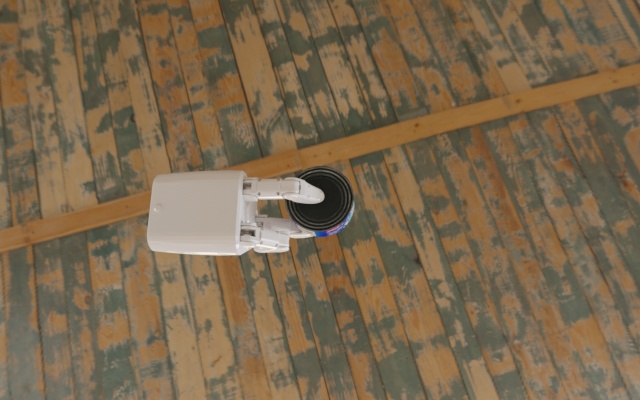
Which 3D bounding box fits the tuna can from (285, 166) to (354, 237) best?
[{"bbox_3d":[0.000,0.002,0.604,0.086,0.086,0.034,0,-19,6],"label":"tuna can"}]
